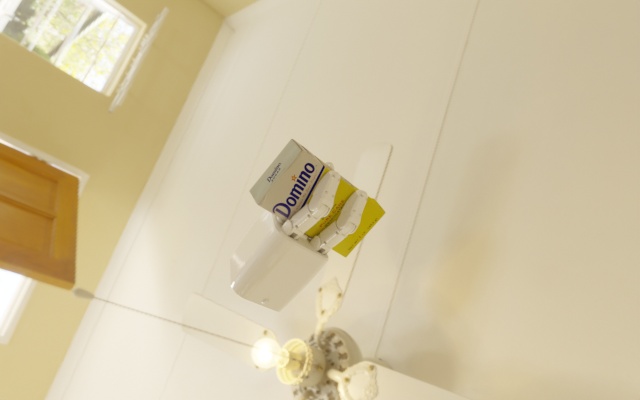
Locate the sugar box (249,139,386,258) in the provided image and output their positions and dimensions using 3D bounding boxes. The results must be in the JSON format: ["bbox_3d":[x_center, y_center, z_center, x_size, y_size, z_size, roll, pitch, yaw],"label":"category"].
[{"bbox_3d":[0.000,0.003,0.654,0.176,0.093,0.048,33,11,-38],"label":"sugar box"}]
